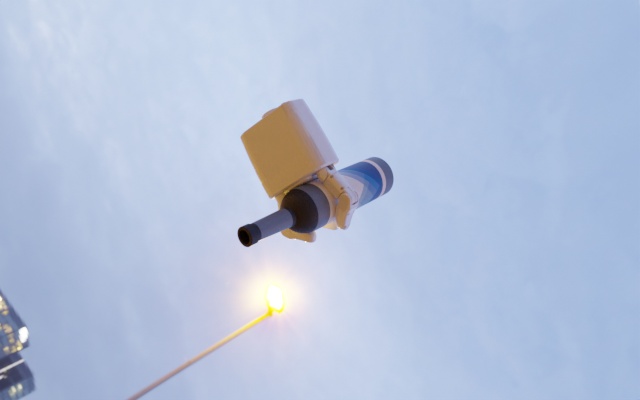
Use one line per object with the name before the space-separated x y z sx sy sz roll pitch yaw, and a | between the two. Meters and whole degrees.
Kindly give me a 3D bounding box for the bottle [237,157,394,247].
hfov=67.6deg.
bottle | 0.000 0.002 0.692 0.069 0.069 0.295 0 17 42
